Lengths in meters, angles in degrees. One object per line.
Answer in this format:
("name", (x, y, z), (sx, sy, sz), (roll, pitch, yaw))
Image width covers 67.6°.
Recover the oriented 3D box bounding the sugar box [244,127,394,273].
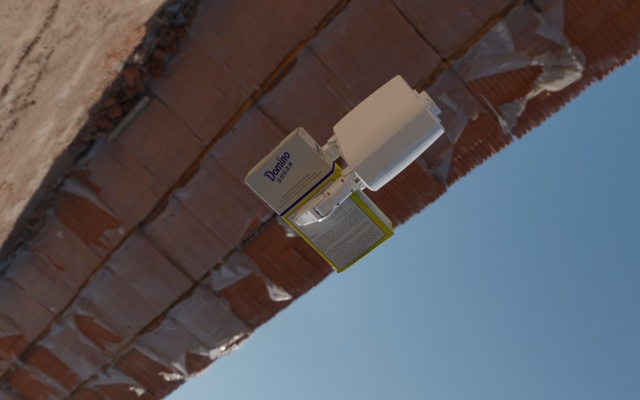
("sugar box", (0.000, 0.002, 0.602), (0.093, 0.176, 0.048), (-39, 13, 17))
